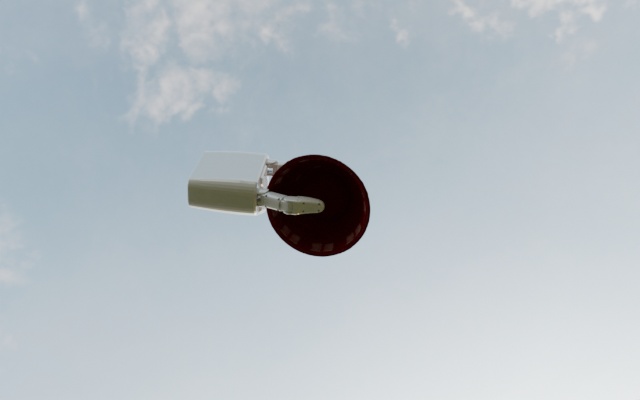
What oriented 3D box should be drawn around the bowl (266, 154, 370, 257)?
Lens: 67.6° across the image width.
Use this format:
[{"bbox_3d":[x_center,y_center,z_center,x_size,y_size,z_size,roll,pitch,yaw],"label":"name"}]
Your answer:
[{"bbox_3d":[0.001,0.003,0.734,0.162,0.162,0.055,0,18,14],"label":"bowl"}]
